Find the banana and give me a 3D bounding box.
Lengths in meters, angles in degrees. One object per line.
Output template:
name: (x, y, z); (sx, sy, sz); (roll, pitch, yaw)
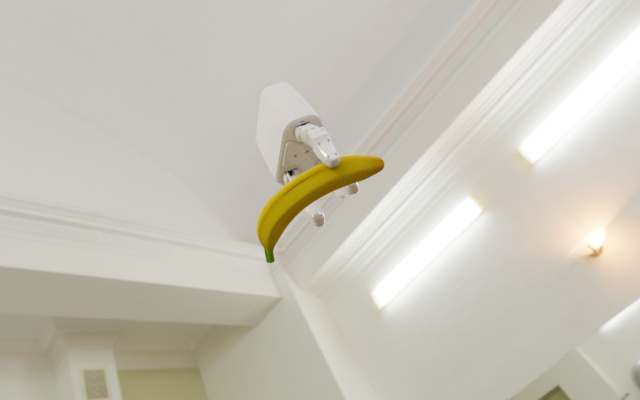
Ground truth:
banana: (-0.011, -0.006, 0.595); (0.070, 0.198, 0.037); (47, 6, -45)
